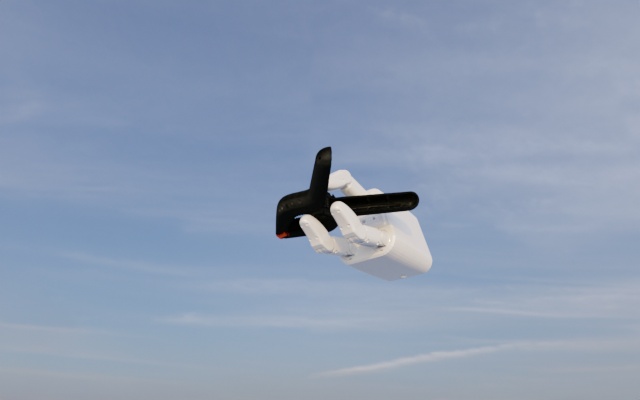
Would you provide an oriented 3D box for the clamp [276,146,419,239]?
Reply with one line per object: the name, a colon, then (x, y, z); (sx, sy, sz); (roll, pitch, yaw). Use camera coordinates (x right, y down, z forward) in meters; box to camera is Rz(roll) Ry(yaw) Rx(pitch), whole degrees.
clamp: (0.000, 0.002, 0.634); (0.210, 0.036, 0.165); (-23, -39, 37)
